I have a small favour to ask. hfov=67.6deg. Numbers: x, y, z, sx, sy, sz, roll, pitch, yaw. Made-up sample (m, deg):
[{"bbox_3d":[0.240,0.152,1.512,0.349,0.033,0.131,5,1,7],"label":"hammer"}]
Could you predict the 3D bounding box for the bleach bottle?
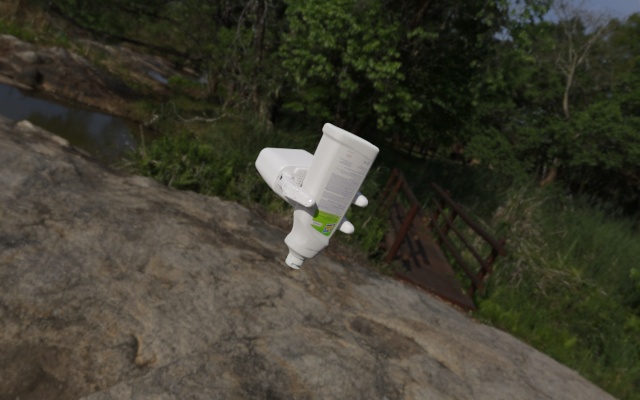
[{"bbox_3d":[0.000,0.003,0.817,0.102,0.251,0.068,19,14,-33],"label":"bleach bottle"}]
